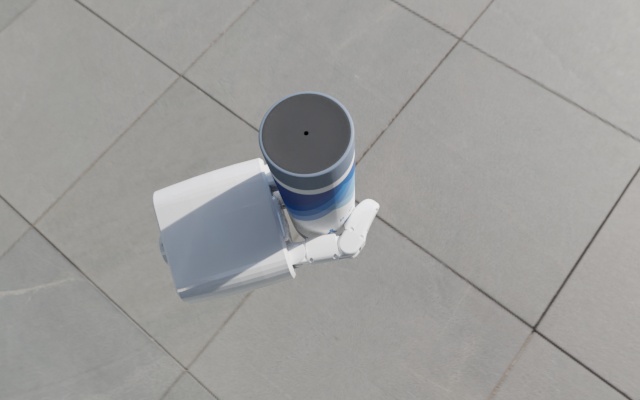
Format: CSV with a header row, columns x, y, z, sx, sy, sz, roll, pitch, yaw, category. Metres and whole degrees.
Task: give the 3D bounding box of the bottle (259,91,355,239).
x,y,z,sx,sy,sz,roll,pitch,yaw,category
0.000,0.001,0.466,0.069,0.069,0.296,0,-19,4,bottle
